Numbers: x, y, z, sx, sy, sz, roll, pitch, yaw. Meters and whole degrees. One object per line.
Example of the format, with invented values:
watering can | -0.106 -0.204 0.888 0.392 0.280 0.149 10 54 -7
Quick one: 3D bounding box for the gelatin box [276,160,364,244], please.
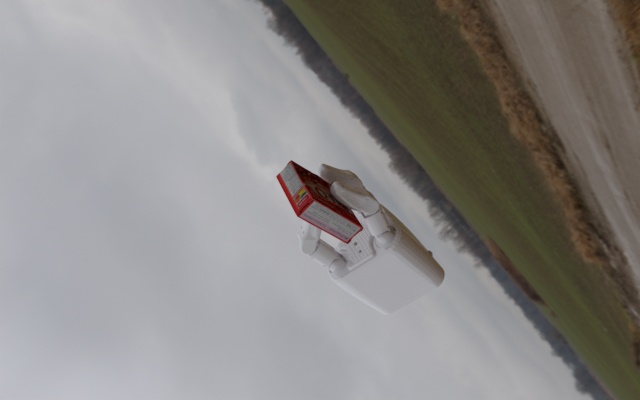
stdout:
gelatin box | 0.000 0.002 0.533 0.089 0.030 0.073 30 20 -41
